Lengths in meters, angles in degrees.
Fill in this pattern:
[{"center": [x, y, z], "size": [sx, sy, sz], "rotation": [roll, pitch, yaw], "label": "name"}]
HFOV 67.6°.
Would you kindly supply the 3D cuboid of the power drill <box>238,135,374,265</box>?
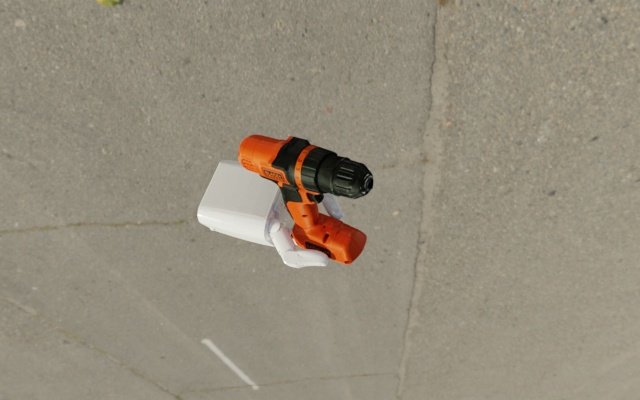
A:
[{"center": [0.000, 0.002, 0.598], "size": [0.184, 0.057, 0.188], "rotation": [20, -31, 34], "label": "power drill"}]
